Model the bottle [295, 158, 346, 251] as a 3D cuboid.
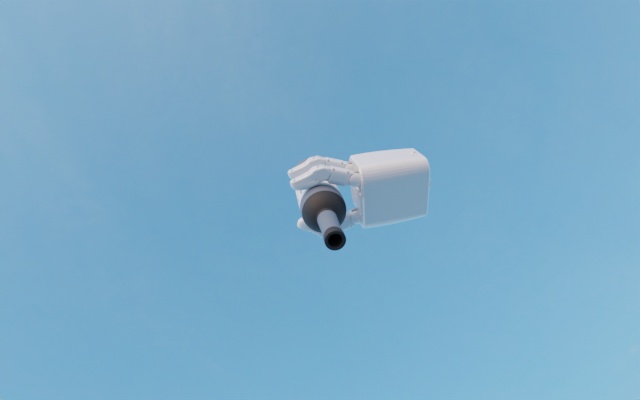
[{"bbox_3d":[0.000,0.002,0.728,0.069,0.069,0.295,0,19,-8],"label":"bottle"}]
